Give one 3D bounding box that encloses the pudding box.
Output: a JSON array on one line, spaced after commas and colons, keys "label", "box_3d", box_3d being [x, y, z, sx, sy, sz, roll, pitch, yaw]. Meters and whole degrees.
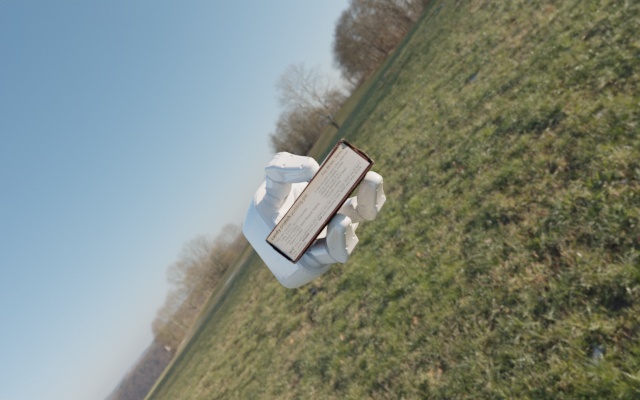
[{"label": "pudding box", "box_3d": [0.000, 0.001, 0.444, 0.039, 0.113, 0.090, 36, 1, 1]}]
